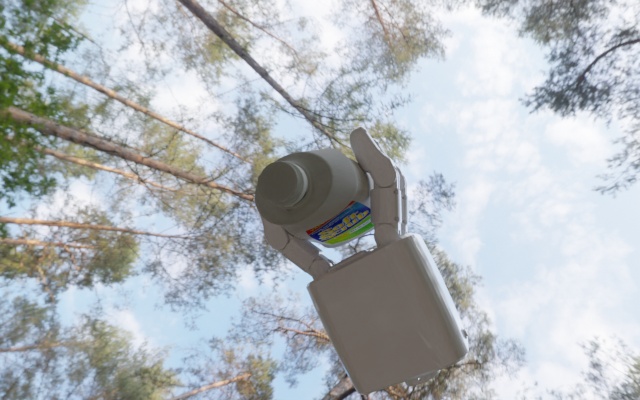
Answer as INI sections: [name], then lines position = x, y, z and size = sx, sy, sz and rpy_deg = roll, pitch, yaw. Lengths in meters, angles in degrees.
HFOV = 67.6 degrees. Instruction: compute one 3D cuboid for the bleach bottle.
[bleach bottle]
position = 0.000, 0.001, 0.437
size = 0.102, 0.068, 0.251
rpy_deg = -28, -12, 13
